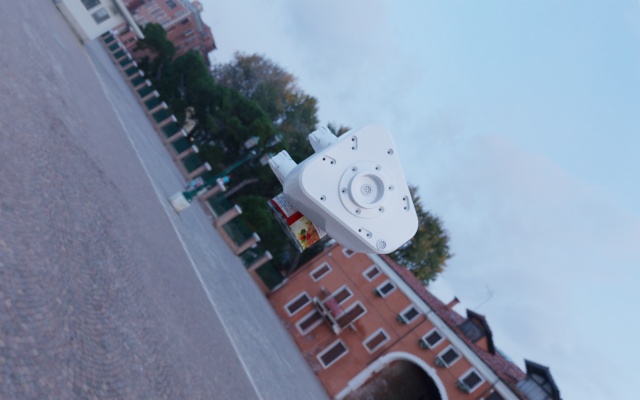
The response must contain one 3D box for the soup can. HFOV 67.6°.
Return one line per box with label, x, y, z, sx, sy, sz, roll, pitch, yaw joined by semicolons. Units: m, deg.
soup can;0.000;0.002;0.540;0.102;0.068;0.068;-35;6;-9
